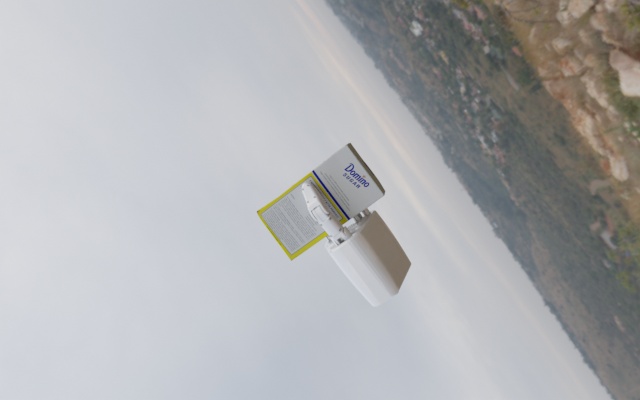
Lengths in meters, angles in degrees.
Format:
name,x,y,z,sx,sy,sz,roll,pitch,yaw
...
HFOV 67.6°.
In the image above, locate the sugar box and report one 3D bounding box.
name,x,y,z,sx,sy,sz,roll,pitch,yaw
sugar box,0.000,0.002,0.714,0.176,0.093,0.048,-36,3,14
